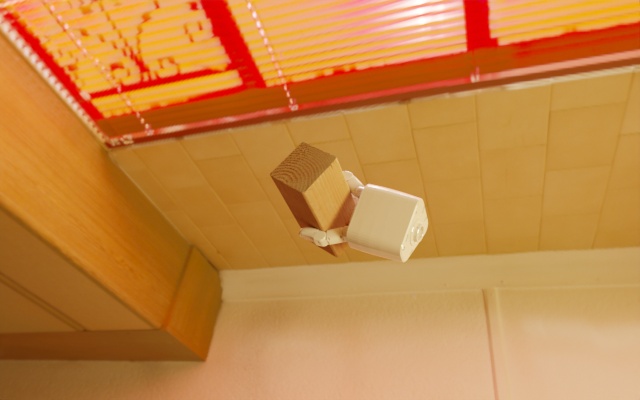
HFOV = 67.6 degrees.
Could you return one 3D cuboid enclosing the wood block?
[{"bbox_3d":[0.000,0.003,0.888,0.090,0.091,0.206,29,-23,37],"label":"wood block"}]
